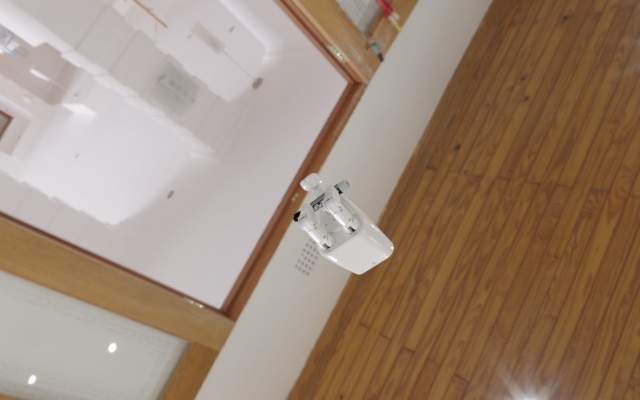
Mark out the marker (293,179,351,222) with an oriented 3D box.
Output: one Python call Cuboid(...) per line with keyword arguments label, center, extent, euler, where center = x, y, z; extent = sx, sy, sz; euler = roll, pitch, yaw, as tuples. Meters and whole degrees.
Cuboid(label="marker", center=(0.000, 0.003, 0.833), extent=(0.121, 0.020, 0.020), euler=(-35, -14, 20))
